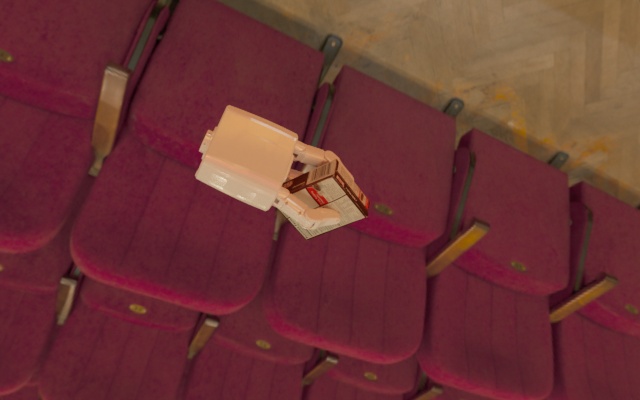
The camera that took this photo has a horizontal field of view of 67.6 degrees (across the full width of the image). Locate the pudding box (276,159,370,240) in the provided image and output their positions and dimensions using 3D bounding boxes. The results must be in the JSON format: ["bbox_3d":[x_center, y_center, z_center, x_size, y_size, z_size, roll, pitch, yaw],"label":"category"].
[{"bbox_3d":[0.000,0.002,0.683,0.113,0.039,0.090,-22,-55,30],"label":"pudding box"}]
